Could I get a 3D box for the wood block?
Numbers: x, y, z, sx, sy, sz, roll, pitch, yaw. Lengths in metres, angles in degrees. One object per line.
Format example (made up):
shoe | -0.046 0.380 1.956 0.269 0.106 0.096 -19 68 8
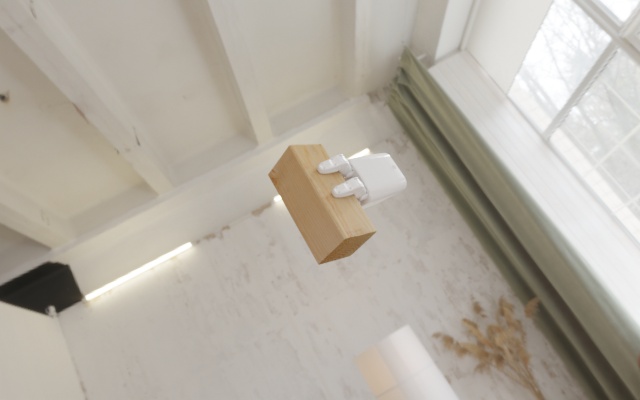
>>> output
wood block | 0.000 0.003 0.889 0.090 0.206 0.091 -9 -30 -44
